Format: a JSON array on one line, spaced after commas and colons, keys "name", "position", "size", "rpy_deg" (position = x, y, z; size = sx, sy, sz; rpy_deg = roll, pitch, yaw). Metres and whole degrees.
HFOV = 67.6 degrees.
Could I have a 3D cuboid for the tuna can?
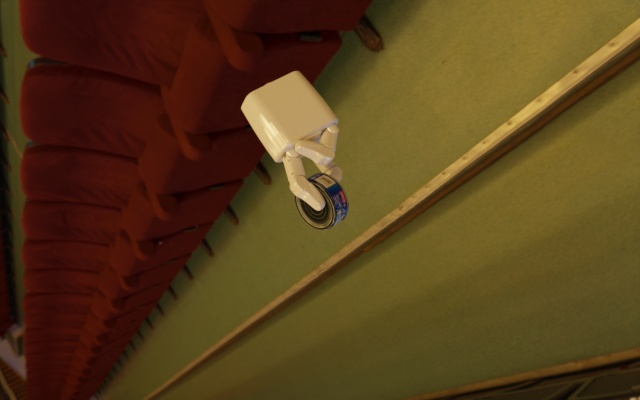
[{"name": "tuna can", "position": [0.000, 0.003, 0.739], "size": [0.086, 0.086, 0.033], "rpy_deg": [0, 23, 45]}]
